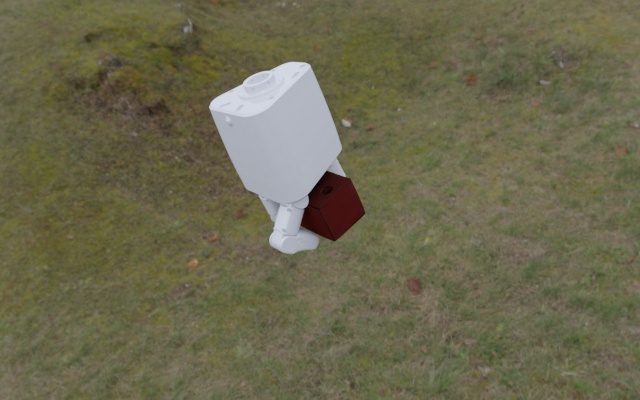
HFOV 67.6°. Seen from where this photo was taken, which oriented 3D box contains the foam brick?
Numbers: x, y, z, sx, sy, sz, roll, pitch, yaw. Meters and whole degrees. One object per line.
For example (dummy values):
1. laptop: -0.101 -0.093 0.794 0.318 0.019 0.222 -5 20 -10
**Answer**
1. foam brick: 0.000 0.002 0.538 0.053 0.051 0.078 -43 39 -24
